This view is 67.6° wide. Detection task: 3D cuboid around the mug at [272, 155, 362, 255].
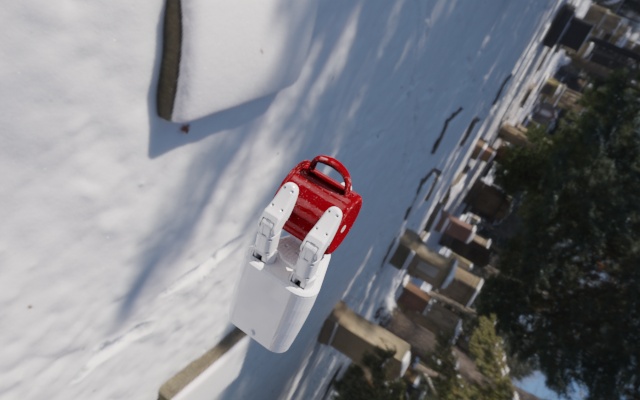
[{"bbox_3d":[0.001,0.001,0.561,0.081,0.117,0.093,31,32,14],"label":"mug"}]
